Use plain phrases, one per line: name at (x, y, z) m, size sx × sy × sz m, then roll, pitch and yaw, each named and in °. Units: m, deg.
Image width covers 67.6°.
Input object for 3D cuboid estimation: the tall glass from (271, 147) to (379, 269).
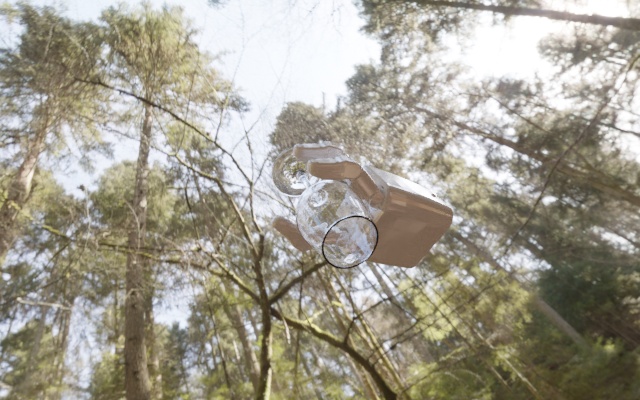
tall glass at (0.000, 0.002, 0.566) m, size 0.079 × 0.079 × 0.201 m, roll 0°, pitch 24°, yaw -19°
